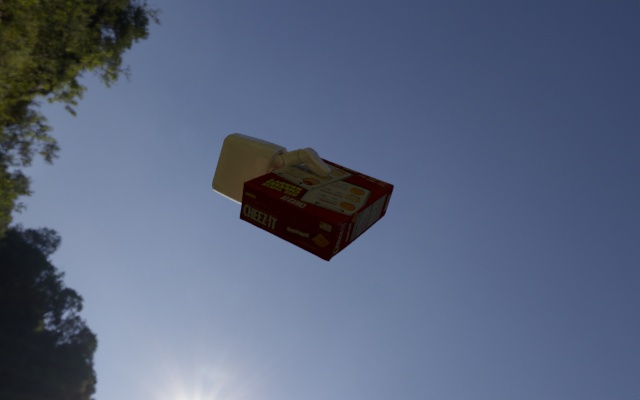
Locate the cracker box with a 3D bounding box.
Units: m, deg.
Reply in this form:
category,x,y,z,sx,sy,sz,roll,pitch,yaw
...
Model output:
category,x,y,z,sx,sy,sz,roll,pitch,yaw
cracker box,0.000,0.002,0.769,0.164,0.072,0.213,23,27,22
